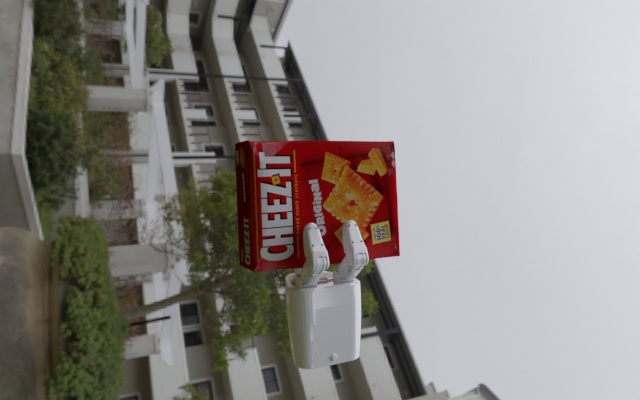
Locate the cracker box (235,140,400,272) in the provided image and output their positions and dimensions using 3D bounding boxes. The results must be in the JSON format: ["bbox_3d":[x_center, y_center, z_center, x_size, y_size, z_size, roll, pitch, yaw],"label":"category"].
[{"bbox_3d":[0.000,0.002,0.643,0.213,0.164,0.072,-3,2,-25],"label":"cracker box"}]
